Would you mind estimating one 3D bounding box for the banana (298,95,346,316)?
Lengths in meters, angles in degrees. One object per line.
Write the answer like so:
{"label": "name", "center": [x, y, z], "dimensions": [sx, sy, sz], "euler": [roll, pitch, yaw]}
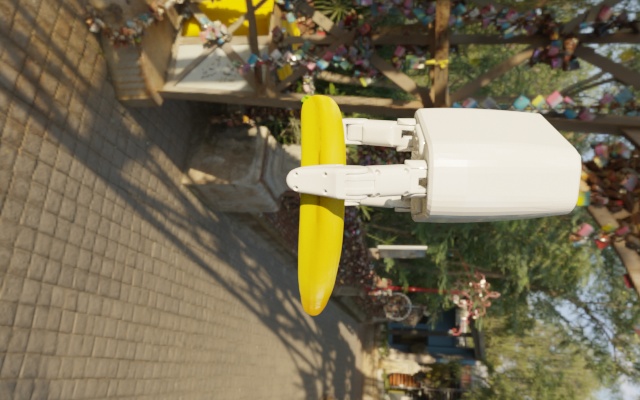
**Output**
{"label": "banana", "center": [0.001, -0.006, 0.392], "dimensions": [0.037, 0.197, 0.070], "euler": [1, -12, -3]}
